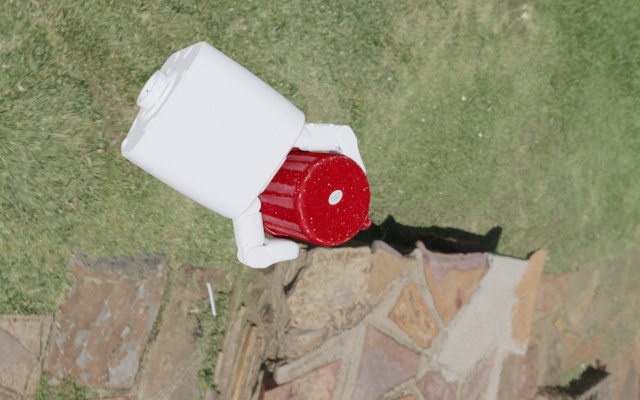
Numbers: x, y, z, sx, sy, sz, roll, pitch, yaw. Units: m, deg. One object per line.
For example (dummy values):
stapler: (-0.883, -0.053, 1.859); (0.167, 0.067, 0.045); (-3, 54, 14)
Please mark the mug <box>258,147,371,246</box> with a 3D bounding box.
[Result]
mug: (0.001, 0.002, 0.448); (0.117, 0.093, 0.081); (32, -12, -33)
